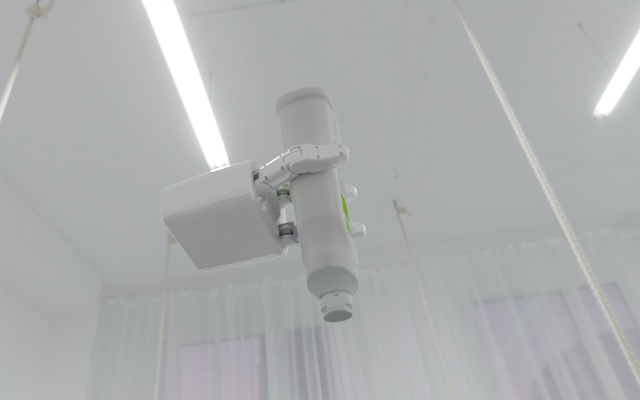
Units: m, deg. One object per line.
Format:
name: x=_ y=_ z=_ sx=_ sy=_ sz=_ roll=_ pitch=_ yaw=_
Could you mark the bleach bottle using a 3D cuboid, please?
bleach bottle: x=0.000 y=0.002 z=0.508 sx=0.068 sy=0.250 sz=0.103 roll=-14 pitch=-35 yaw=9
